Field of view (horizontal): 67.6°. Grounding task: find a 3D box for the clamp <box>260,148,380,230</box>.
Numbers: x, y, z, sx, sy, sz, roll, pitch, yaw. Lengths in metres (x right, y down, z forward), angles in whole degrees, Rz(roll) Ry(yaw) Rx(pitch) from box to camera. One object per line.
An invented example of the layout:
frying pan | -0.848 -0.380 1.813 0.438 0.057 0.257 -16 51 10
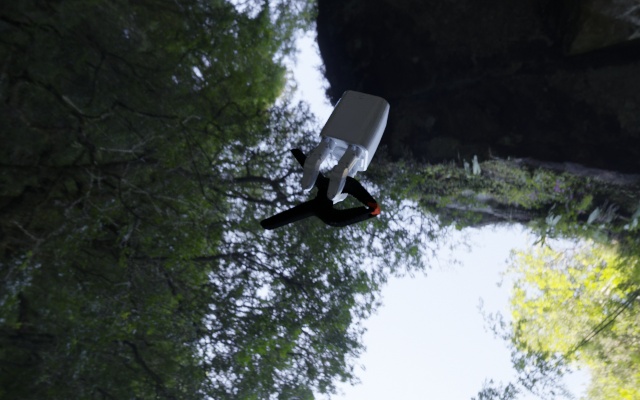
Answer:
clamp | 0.001 0.003 0.841 0.210 0.164 0.036 20 -15 26
